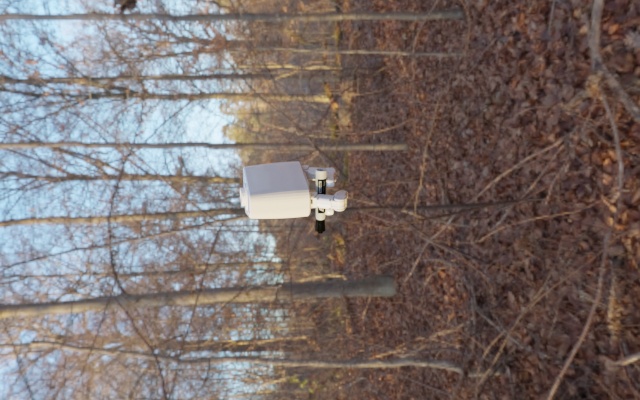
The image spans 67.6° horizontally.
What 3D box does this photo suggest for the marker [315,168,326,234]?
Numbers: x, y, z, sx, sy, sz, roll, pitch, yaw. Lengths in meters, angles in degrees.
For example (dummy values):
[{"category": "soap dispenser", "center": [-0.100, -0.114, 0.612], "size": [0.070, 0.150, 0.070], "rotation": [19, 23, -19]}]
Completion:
[{"category": "marker", "center": [0.000, 0.003, 0.853], "size": [0.020, 0.121, 0.020], "rotation": [1, 21, 0]}]
